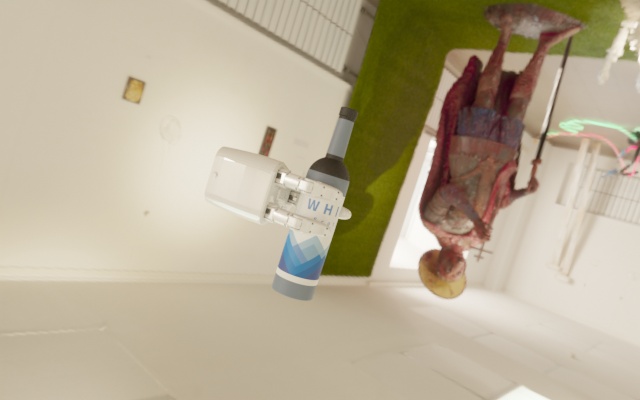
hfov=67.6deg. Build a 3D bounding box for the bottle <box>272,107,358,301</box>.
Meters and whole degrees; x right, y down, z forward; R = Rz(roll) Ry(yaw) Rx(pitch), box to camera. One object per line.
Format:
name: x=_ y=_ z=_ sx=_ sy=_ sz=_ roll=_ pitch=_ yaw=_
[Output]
bottle: x=0.000 y=0.003 z=0.730 sx=0.069 sy=0.296 sz=0.069 roll=17 pitch=4 yaw=-1
